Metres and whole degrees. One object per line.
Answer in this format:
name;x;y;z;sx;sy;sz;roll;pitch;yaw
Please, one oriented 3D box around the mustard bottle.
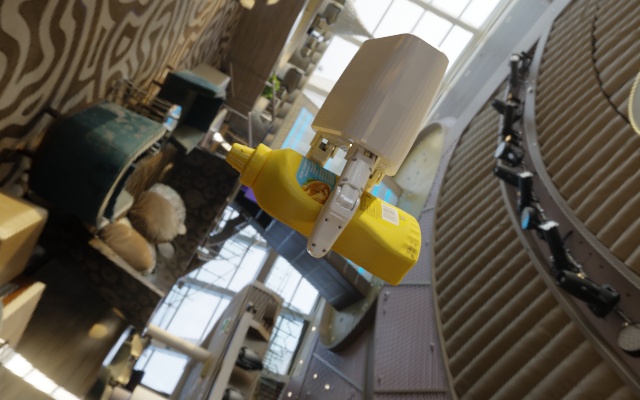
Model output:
mustard bottle;0.000;0.002;0.448;0.191;0.058;0.096;30;26;-8
